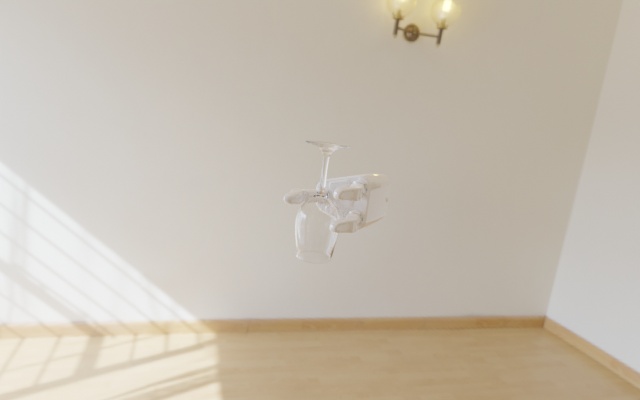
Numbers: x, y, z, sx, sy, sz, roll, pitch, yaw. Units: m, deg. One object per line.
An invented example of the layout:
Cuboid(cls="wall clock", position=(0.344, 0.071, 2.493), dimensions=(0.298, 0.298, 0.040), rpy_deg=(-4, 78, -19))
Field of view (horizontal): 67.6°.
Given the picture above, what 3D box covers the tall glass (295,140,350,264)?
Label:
Cuboid(cls="tall glass", position=(0.000, 0.002, 0.810), dimensions=(0.079, 0.201, 0.079), rpy_deg=(7, 11, -1))
